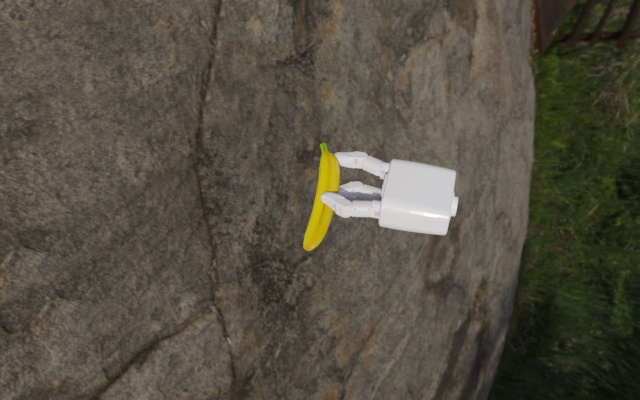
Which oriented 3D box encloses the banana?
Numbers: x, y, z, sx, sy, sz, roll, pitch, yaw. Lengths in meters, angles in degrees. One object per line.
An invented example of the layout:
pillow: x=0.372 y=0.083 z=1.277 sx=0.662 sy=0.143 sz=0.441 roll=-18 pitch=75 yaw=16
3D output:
banana: x=0.004 y=0.004 z=0.822 sx=0.037 sy=0.198 sz=0.069 roll=9 pitch=14 yaw=-11
